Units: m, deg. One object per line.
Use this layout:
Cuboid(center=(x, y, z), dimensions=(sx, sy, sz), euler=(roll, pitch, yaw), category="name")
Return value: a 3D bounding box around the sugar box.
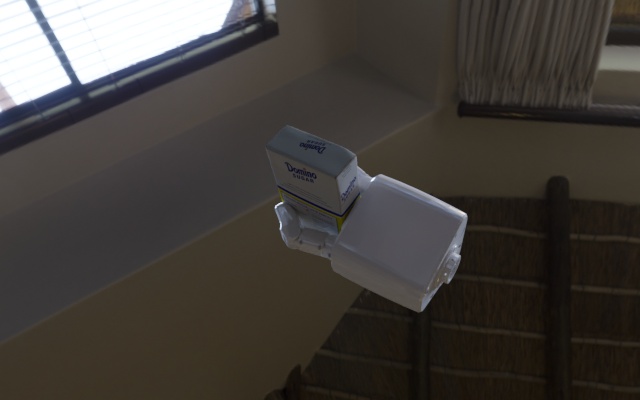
Cuboid(center=(0.001, 0.002, 0.552), dimensions=(0.093, 0.048, 0.176), euler=(26, -33, 25), category="sugar box")
